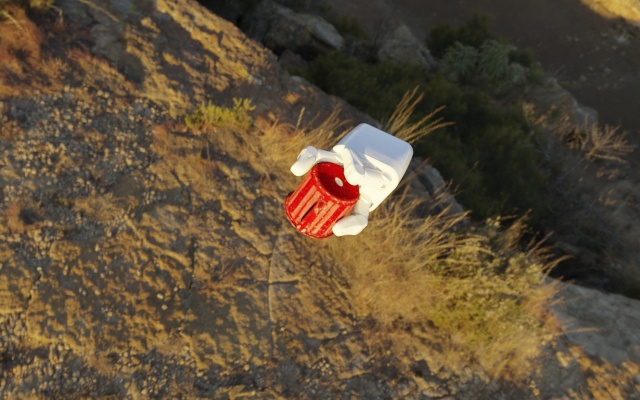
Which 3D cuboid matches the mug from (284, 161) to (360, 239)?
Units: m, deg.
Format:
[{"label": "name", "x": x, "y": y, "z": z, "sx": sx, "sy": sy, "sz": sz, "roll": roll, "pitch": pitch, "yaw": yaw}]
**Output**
[{"label": "mug", "x": 0.000, "y": 0.003, "z": 0.696, "sx": 0.081, "sy": 0.093, "sz": 0.117, "roll": -51, "pitch": 0, "yaw": 39}]
